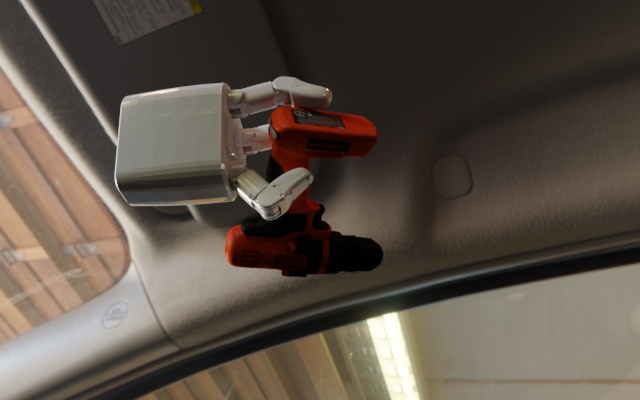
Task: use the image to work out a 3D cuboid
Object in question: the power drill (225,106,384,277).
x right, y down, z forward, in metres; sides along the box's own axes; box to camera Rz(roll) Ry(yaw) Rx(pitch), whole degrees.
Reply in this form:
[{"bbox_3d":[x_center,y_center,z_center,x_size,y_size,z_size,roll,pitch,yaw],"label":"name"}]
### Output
[{"bbox_3d":[0.000,0.001,0.509,0.184,0.188,0.057,4,30,-18],"label":"power drill"}]
